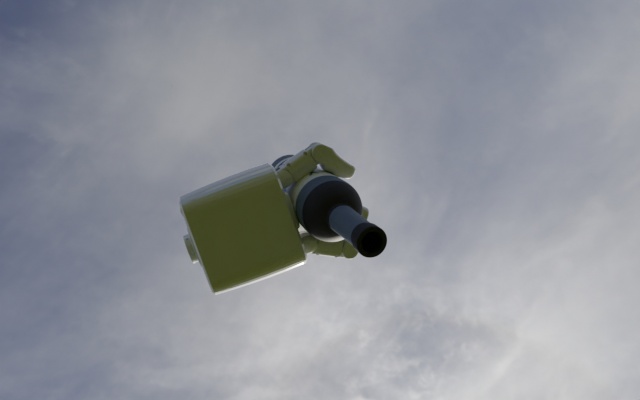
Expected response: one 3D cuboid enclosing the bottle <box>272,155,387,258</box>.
[{"bbox_3d":[0.000,0.002,0.529,0.069,0.069,0.295,0,13,-17],"label":"bottle"}]
